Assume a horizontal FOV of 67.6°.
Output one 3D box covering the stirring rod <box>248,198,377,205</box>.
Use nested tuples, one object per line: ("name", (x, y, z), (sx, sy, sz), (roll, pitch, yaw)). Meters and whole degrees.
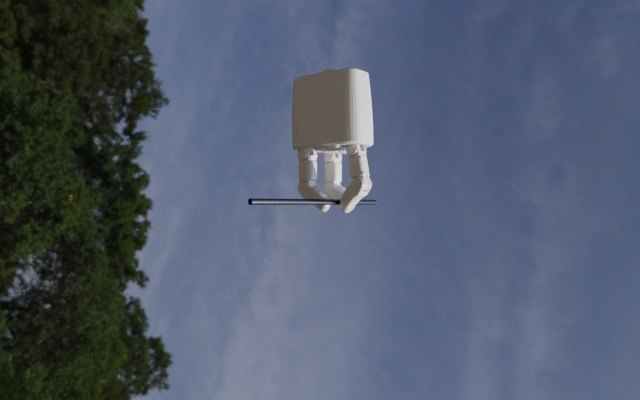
("stirring rod", (0.000, 0.002, 0.656), (0.011, 0.011, 0.239), (0, 0, 44))
